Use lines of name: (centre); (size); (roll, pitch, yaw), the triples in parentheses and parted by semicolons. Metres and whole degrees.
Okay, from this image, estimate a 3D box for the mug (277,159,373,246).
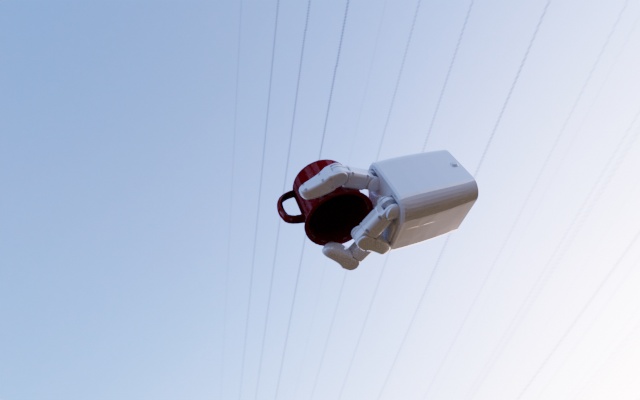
mug: (-0.001, 0.002, 0.627); (0.117, 0.093, 0.081); (-12, 43, -14)
